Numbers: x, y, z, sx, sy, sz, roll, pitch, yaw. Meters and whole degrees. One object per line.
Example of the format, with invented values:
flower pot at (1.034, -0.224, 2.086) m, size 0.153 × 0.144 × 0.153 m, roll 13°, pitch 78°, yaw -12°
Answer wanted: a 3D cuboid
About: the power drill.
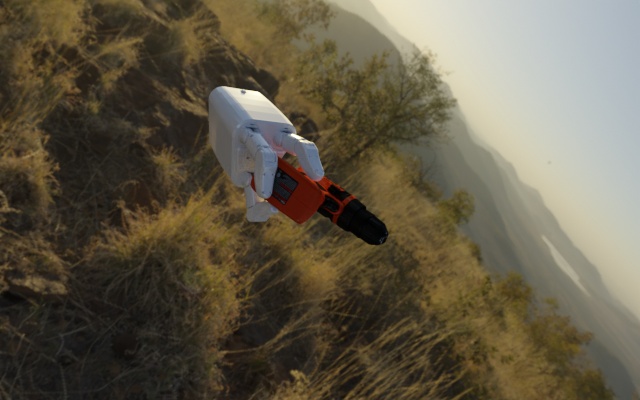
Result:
power drill at (0.000, 0.002, 0.682) m, size 0.184 × 0.057 × 0.188 m, roll 35°, pitch 7°, yaw 23°
